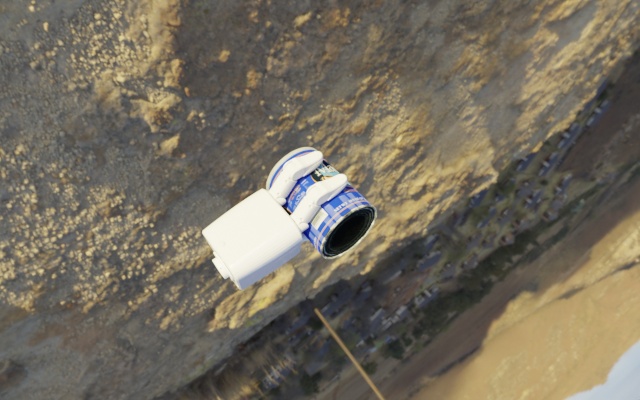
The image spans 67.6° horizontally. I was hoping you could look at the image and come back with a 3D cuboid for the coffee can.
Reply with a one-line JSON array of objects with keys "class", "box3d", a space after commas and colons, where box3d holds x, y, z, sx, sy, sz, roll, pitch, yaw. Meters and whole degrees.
[{"class": "coffee can", "box3d": [0.000, 0.002, 0.710, 0.103, 0.103, 0.140, 0, 39, -51]}]
